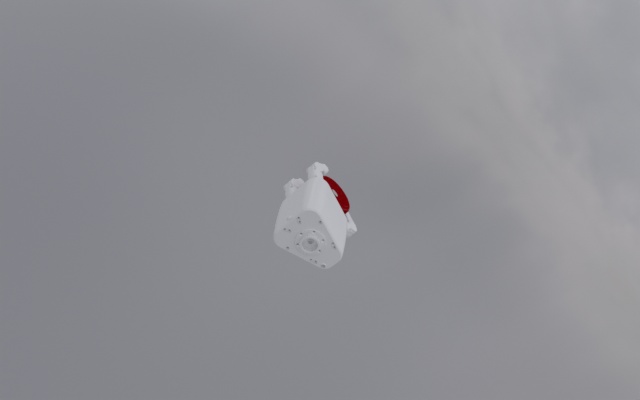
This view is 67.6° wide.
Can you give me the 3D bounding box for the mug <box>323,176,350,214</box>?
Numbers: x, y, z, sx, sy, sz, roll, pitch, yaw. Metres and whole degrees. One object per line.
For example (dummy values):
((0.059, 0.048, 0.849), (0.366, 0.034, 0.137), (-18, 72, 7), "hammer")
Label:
((0.000, 0.002, 0.887), (0.081, 0.093, 0.117), (-38, 20, 22), "mug")
